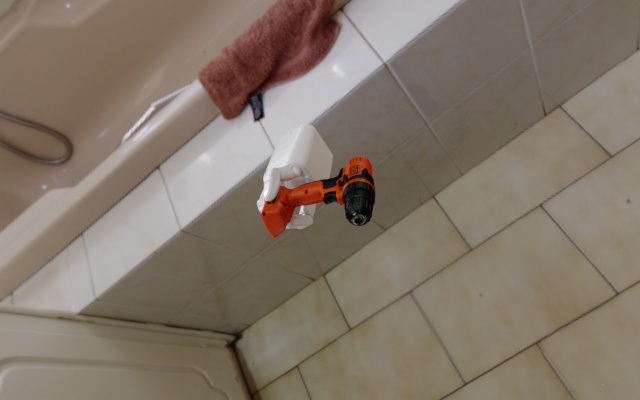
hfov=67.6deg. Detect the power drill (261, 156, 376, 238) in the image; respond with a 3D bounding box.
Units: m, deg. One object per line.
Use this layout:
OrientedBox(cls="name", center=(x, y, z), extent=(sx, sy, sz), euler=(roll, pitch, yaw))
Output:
OrientedBox(cls="power drill", center=(0.000, 0.003, 0.786), extent=(0.187, 0.057, 0.184), euler=(-15, 26, 14))
